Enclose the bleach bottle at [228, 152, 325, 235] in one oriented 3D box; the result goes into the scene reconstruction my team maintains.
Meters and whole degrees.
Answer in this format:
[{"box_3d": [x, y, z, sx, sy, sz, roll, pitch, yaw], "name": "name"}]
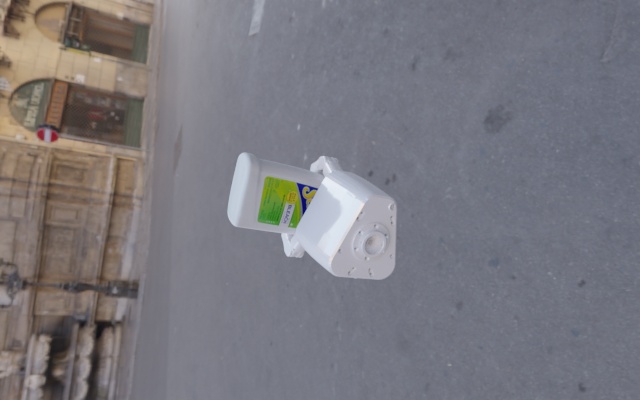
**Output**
[{"box_3d": [0.000, 0.002, 0.690, 0.251, 0.102, 0.068, 8, 14, -26], "name": "bleach bottle"}]
